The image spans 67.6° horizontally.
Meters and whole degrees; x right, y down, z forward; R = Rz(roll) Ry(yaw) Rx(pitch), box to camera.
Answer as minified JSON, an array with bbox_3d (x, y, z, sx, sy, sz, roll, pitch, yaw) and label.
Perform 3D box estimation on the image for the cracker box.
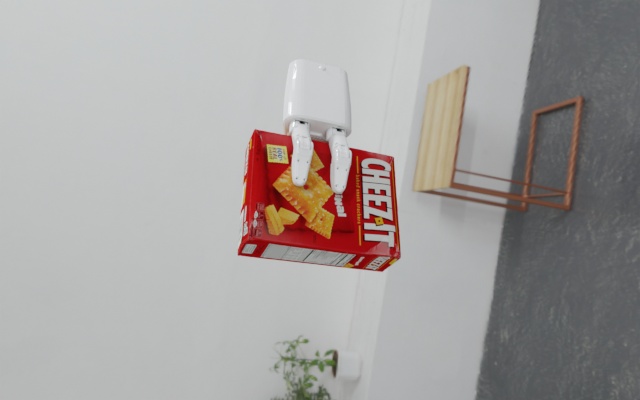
[{"bbox_3d":[0.000,0.002,0.665,0.214,0.164,0.072,9,-27,-17],"label":"cracker box"}]
